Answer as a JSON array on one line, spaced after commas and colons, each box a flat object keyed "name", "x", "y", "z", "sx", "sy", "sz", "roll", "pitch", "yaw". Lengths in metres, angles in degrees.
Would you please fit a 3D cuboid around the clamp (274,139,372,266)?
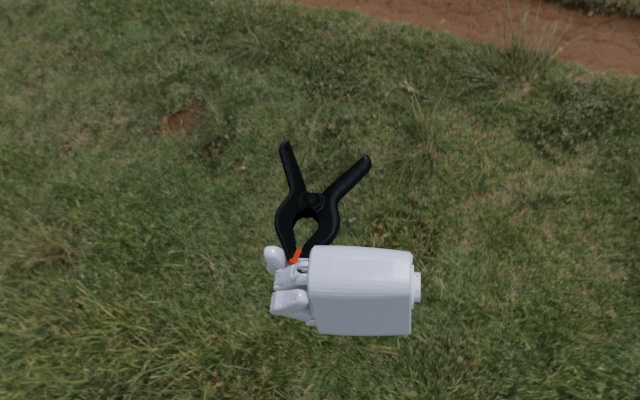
[{"name": "clamp", "x": 0.000, "y": 0.002, "z": 0.587, "sx": 0.120, "sy": 0.171, "sz": 0.039, "roll": 2, "pitch": -23, "yaw": 8}]
